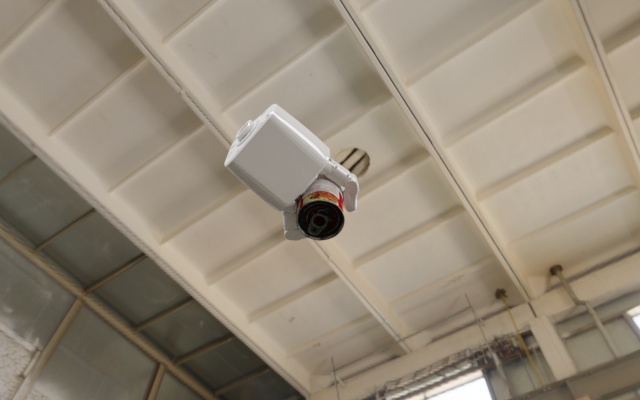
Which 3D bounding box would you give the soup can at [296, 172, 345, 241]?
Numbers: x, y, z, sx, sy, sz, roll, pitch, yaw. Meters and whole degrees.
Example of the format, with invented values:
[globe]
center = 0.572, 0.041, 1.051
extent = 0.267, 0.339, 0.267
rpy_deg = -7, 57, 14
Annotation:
[soup can]
center = 0.001, 0.002, 0.705
extent = 0.068, 0.068, 0.102
rpy_deg = 0, 31, 0
